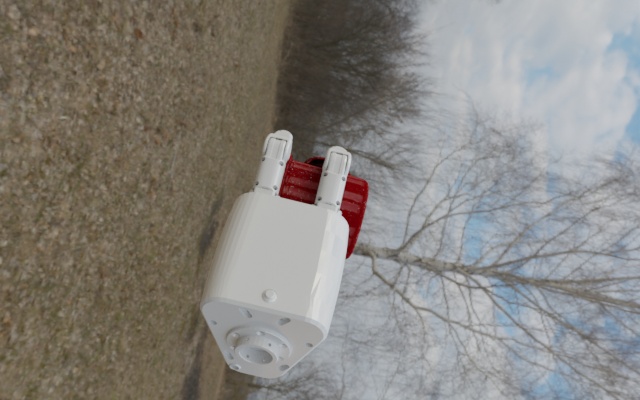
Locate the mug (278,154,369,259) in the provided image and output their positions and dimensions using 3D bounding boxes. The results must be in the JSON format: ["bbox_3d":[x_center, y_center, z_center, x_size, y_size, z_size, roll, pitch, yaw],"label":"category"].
[{"bbox_3d":[0.000,0.001,0.475,0.081,0.117,0.093,15,-45,-1],"label":"mug"}]
